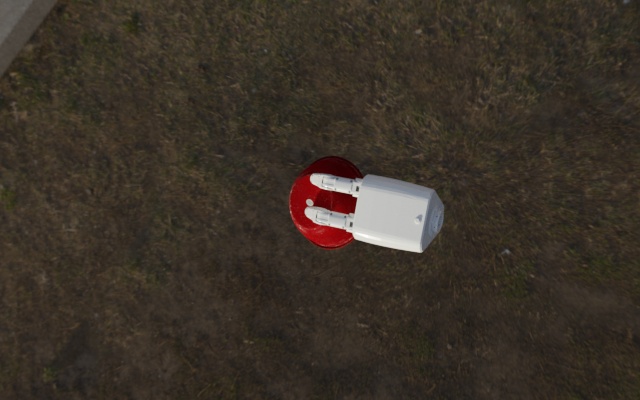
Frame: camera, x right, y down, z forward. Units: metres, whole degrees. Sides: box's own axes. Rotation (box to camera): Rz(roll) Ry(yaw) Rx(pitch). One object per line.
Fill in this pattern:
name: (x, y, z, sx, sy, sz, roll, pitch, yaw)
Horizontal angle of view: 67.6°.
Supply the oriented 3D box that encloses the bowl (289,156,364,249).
bowl: (-0.001, 0.003, 0.804, 0.162, 0.162, 0.055, 0, -2, 39)
